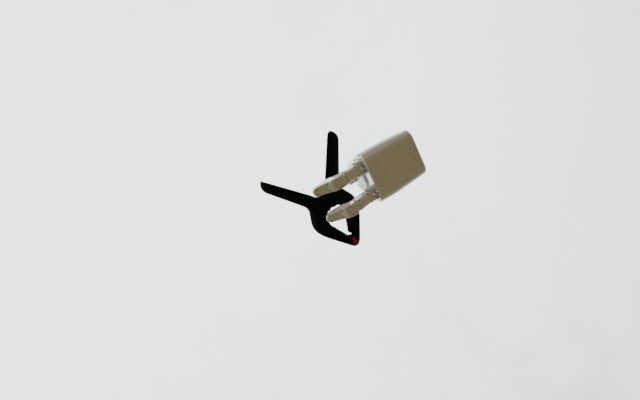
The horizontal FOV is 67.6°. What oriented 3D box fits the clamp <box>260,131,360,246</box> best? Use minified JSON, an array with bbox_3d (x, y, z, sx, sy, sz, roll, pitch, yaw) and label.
[{"bbox_3d":[0.000,0.003,0.866,0.164,0.210,0.036,-30,17,-10],"label":"clamp"}]
